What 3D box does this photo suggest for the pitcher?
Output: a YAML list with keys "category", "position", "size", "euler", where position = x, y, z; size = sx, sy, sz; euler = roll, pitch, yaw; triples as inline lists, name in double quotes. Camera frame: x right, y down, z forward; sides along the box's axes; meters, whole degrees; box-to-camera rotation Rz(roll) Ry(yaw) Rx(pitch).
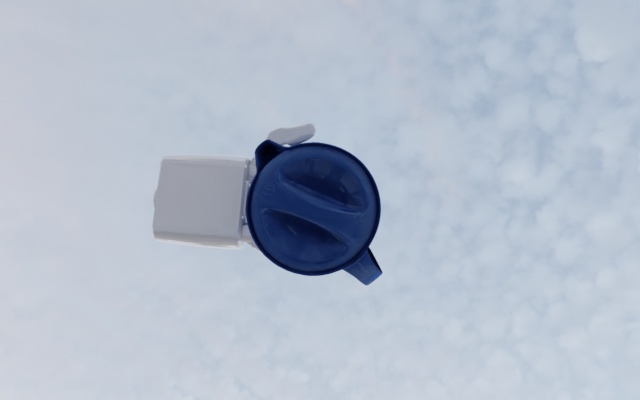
- category: "pitcher"
  position: [0.000, 0.002, 0.580]
  size: [0.145, 0.149, 0.243]
  euler: [4, 8, 0]
